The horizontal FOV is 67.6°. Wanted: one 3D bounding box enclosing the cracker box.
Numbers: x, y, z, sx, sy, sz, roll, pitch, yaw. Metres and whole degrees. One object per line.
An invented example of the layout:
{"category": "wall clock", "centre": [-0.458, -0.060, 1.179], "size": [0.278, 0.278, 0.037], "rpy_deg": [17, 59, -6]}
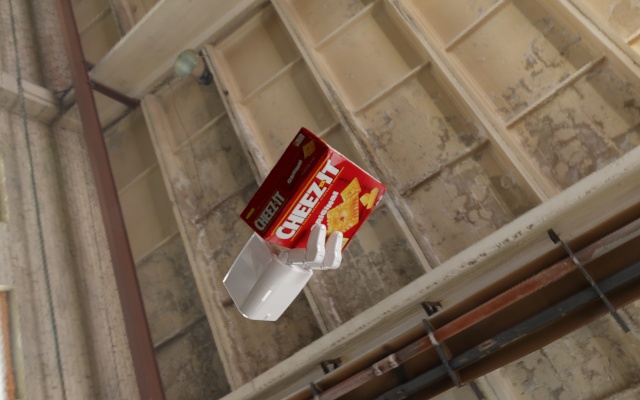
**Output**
{"category": "cracker box", "centre": [0.000, 0.002, 0.762], "size": [0.072, 0.164, 0.214], "rpy_deg": [39, 7, 33]}
